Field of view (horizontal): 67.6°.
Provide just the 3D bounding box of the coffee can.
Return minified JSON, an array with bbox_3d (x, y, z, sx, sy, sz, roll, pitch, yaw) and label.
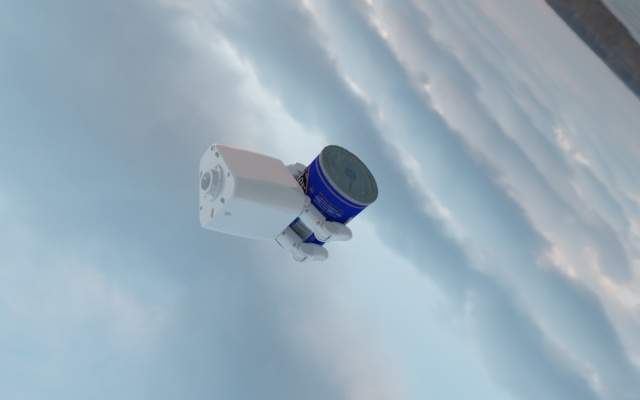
[{"bbox_3d":[0.000,0.002,0.699,0.103,0.102,0.140,0,-36,-48],"label":"coffee can"}]
